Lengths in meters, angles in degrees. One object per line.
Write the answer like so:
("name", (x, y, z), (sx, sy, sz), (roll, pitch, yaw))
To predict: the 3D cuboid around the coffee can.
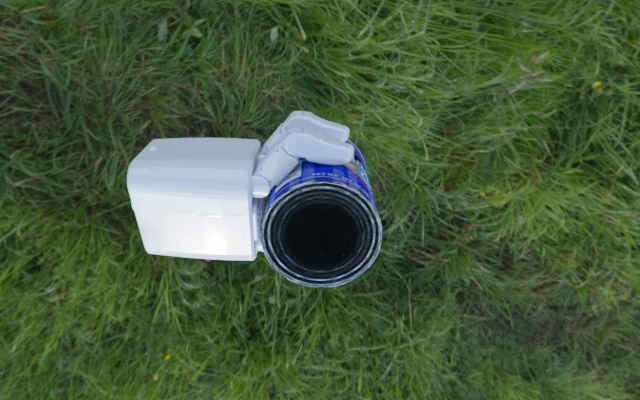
("coffee can", (0.000, 0.002, 0.460), (0.103, 0.103, 0.140), (0, 25, -1))
